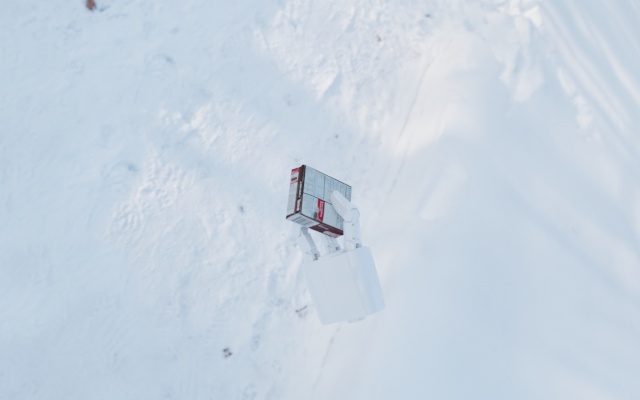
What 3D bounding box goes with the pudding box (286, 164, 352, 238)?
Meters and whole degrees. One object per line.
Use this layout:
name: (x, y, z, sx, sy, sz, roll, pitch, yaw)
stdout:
pudding box: (0.000, 0.003, 0.787, 0.113, 0.090, 0.039, 25, -31, -38)
